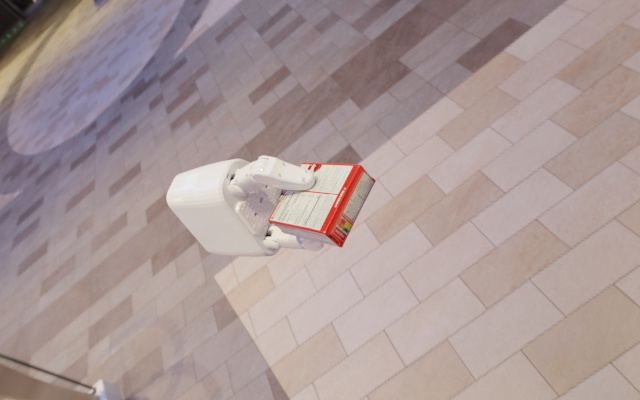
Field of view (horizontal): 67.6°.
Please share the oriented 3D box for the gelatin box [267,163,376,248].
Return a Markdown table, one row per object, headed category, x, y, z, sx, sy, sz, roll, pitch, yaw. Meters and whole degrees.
| category | x | y | z | sx | sy | sz | roll | pitch | yaw |
| --- | --- | --- | --- | --- | --- | --- | --- | --- | --- |
| gelatin box | 0.000 | 0.001 | 0.458 | 0.089 | 0.073 | 0.030 | 7 | -28 | 49 |
